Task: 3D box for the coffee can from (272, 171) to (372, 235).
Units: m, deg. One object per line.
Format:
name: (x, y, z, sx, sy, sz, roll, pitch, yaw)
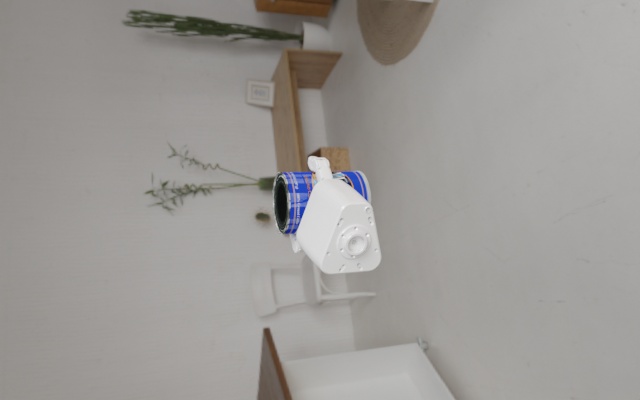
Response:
coffee can: (0.000, 0.002, 0.793, 0.140, 0.103, 0.103, -2, 1, -19)
